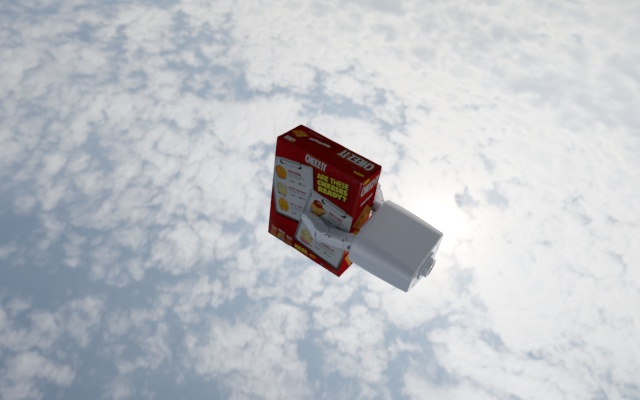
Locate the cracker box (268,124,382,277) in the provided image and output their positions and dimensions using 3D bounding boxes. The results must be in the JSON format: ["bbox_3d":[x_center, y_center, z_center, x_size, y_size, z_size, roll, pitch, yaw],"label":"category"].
[{"bbox_3d":[0.000,0.003,0.803,0.164,0.214,0.072,30,43,22],"label":"cracker box"}]
